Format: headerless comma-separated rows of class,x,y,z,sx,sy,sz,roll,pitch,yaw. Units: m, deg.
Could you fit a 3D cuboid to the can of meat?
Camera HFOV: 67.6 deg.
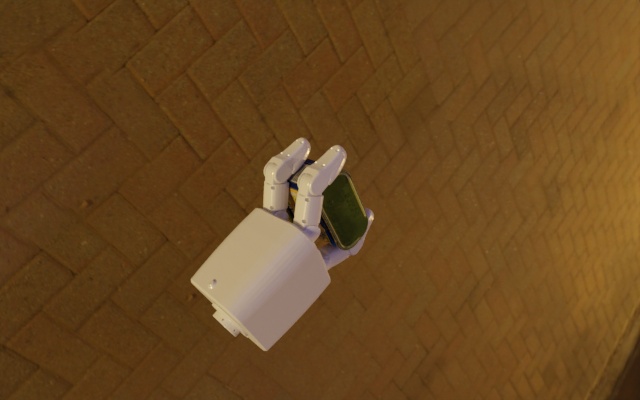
can of meat,0.000,0.002,0.545,0.057,0.102,0.084,-44,39,-21
